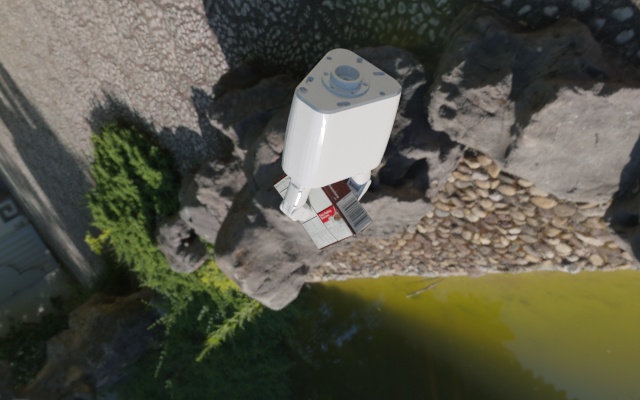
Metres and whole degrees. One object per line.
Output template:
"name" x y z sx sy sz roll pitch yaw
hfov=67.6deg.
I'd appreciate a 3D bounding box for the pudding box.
"pudding box" 0.000 0.002 0.609 0.039 0.113 0.090 -36 3 -34
